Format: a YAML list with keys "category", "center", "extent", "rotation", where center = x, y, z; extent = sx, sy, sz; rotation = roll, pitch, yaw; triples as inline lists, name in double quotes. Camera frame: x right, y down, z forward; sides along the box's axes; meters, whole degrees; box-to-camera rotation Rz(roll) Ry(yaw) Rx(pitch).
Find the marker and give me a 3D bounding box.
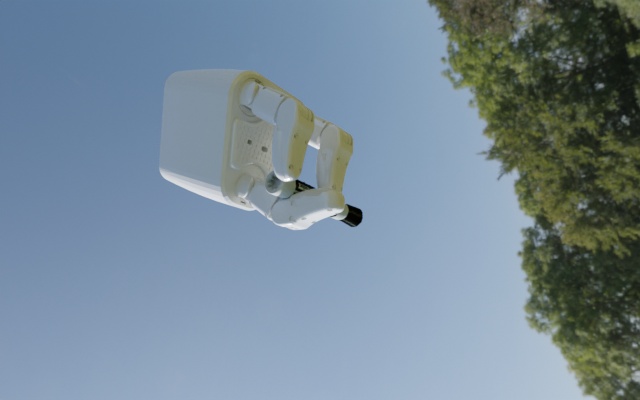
- category: "marker"
  center: [0.000, 0.001, 0.401]
  extent: [0.020, 0.020, 0.121]
  rotation: [0, -15, 37]
